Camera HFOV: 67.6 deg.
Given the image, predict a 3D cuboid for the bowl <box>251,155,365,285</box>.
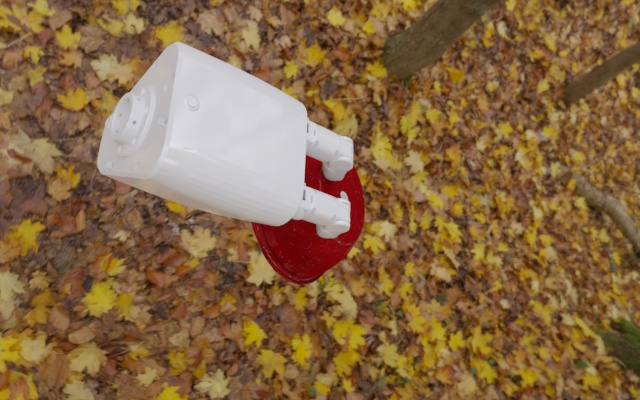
[{"bbox_3d":[0.001,0.002,0.477,0.055,0.162,0.162,-8,-4,30],"label":"bowl"}]
